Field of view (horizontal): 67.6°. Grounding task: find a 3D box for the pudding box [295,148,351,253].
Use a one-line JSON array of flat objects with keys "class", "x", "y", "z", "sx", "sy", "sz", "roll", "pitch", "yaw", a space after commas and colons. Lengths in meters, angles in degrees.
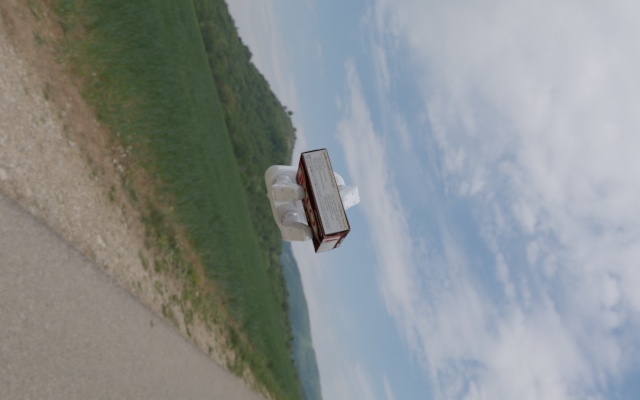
[{"class": "pudding box", "x": 0.000, "y": 0.002, "z": 0.611, "sx": 0.039, "sy": 0.113, "sz": 0.090, "roll": -15, "pitch": -16, "yaw": -11}]
